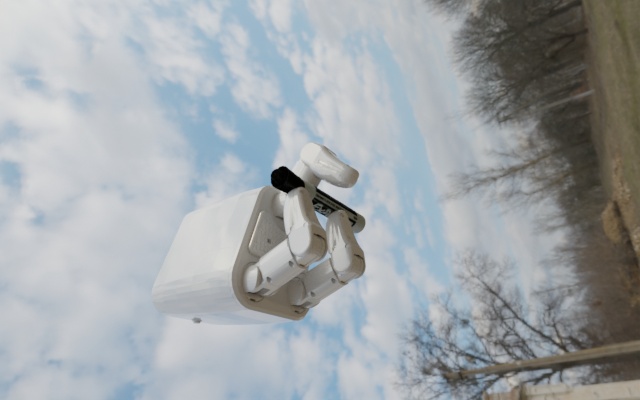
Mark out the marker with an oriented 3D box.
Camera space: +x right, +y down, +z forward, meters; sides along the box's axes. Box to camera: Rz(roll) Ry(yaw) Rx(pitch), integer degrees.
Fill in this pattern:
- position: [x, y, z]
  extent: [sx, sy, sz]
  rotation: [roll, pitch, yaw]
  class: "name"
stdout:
- position: [0.000, 0.001, 0.407]
  extent: [0.020, 0.020, 0.121]
  rotation: [0, -21, 38]
  class: "marker"
